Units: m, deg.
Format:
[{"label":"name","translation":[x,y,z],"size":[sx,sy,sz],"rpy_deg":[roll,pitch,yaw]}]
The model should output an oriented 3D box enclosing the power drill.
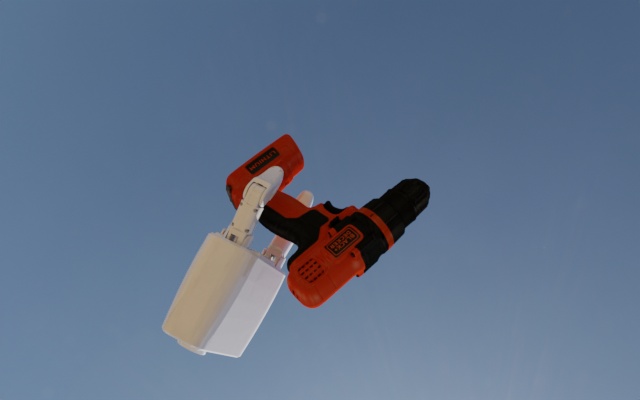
[{"label":"power drill","translation":[0.000,0.002,0.525],"size":[0.184,0.057,0.187],"rpy_deg":[-38,54,-19]}]
